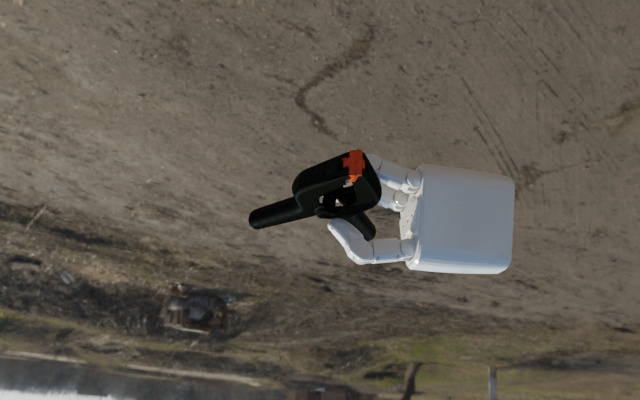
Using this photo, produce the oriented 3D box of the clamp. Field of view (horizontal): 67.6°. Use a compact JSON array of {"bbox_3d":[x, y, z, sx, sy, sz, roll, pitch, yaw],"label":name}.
[{"bbox_3d":[0.000,0.002,0.532,0.164,0.036,0.210,3,-22,-5],"label":"clamp"}]
